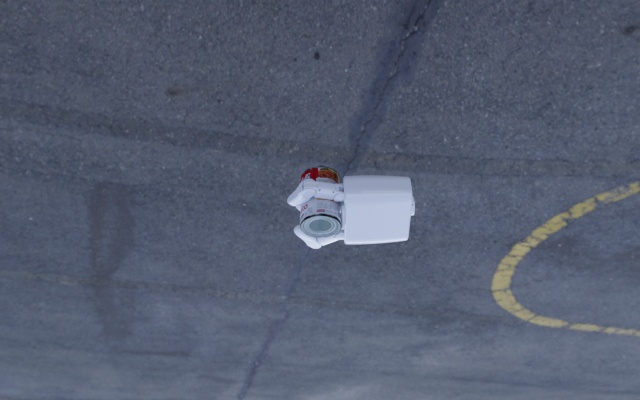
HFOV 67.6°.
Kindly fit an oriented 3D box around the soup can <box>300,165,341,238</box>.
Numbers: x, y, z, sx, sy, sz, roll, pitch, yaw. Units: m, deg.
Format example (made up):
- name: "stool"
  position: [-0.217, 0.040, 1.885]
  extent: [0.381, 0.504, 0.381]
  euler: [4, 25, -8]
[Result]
- name: "soup can"
  position: [0.000, 0.003, 0.788]
  extent: [0.068, 0.102, 0.069]
  euler: [0, -37, 0]
